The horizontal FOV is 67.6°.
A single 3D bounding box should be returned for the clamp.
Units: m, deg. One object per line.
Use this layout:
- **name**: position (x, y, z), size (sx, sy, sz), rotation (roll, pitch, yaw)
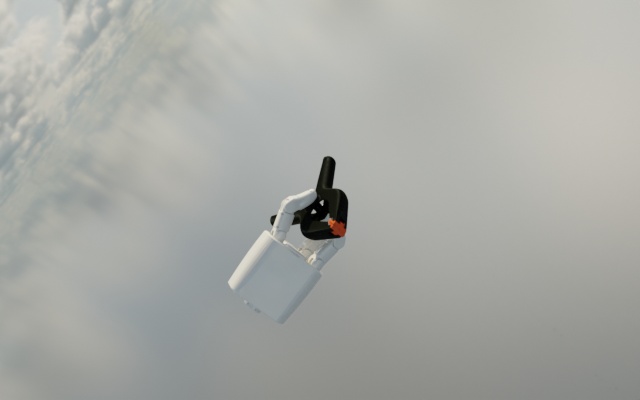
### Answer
- **clamp**: position (0.000, 0.002, 0.792), size (0.036, 0.164, 0.210), rotation (40, -5, -26)
